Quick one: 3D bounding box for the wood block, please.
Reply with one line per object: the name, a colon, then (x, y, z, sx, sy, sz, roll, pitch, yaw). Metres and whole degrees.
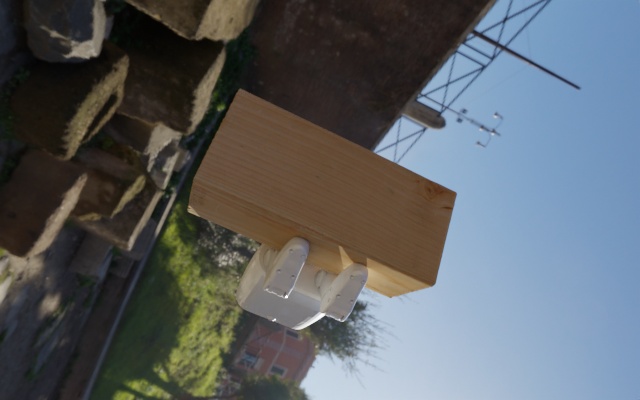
wood block: (0.000, 0.001, 0.421, 0.206, 0.090, 0.090, 24, -24, -10)
